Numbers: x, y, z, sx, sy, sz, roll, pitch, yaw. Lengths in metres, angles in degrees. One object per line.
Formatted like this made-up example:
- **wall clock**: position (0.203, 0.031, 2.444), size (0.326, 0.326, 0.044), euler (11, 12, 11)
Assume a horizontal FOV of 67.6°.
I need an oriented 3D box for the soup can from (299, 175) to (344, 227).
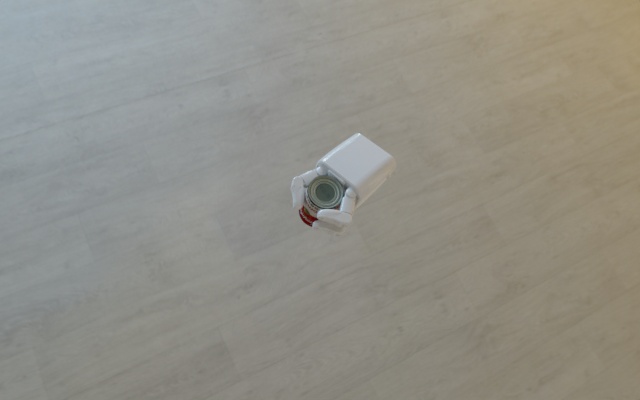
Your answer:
- **soup can**: position (0.000, 0.003, 0.892), size (0.068, 0.068, 0.102), euler (0, -21, -12)
